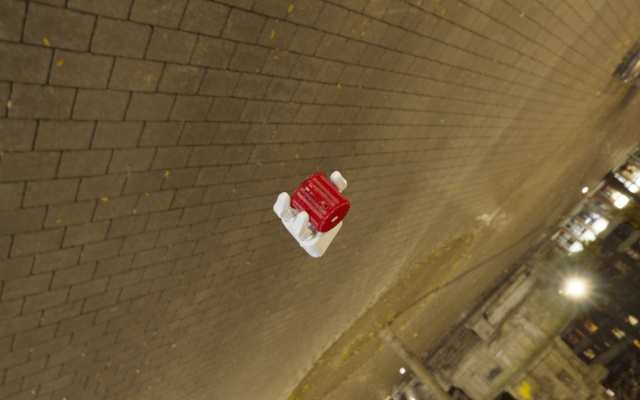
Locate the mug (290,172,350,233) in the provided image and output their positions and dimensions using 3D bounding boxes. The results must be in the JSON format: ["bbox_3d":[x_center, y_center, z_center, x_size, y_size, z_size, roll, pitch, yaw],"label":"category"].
[{"bbox_3d":[0.000,0.003,0.896,0.081,0.093,0.117,45,-7,22],"label":"mug"}]
